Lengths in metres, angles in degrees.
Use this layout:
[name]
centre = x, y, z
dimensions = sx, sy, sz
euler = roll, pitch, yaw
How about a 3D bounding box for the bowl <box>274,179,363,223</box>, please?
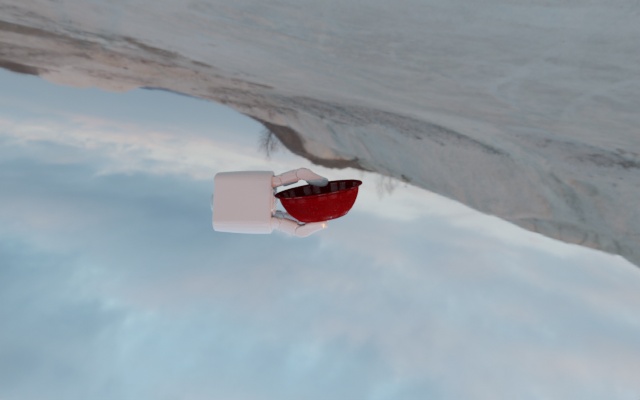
[bowl]
centre = 0.001, 0.003, 0.866
dimensions = 0.162, 0.055, 0.162
euler = -9, 9, 2
